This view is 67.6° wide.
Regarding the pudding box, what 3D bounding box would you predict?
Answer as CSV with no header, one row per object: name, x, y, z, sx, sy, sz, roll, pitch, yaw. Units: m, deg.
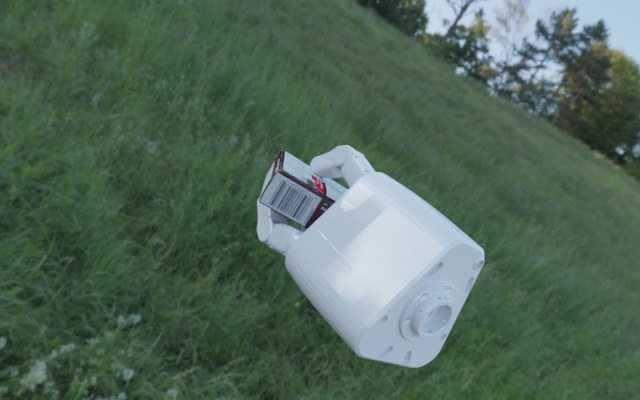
pudding box,0.000,0.001,0.461,0.113,0.039,0.090,32,12,-11
